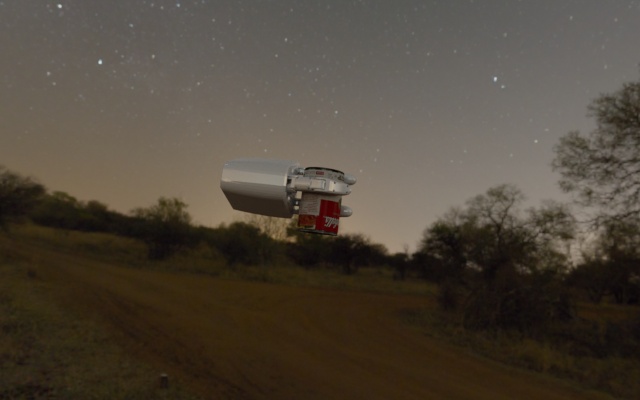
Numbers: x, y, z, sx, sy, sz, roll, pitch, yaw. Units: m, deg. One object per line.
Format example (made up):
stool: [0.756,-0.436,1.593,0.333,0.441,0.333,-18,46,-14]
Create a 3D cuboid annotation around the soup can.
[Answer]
soup can: [0.001,0.002,0.768,0.068,0.102,0.068,7,-7,1]
